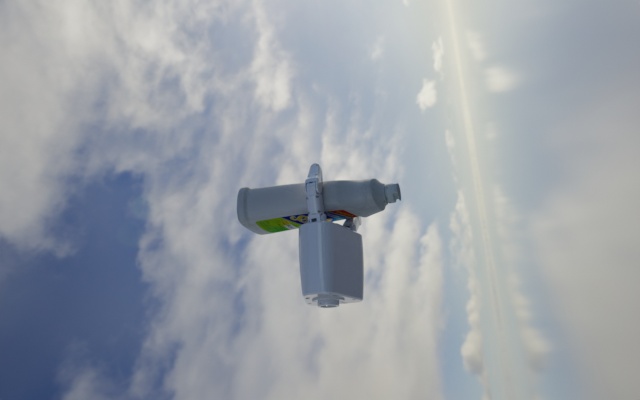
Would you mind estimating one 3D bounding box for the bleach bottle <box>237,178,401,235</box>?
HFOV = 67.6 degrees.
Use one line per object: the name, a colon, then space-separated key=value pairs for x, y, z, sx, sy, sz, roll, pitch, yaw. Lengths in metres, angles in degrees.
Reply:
bleach bottle: x=0.000 y=0.002 z=0.763 sx=0.251 sy=0.068 sz=0.103 roll=-9 pitch=-23 yaw=18
